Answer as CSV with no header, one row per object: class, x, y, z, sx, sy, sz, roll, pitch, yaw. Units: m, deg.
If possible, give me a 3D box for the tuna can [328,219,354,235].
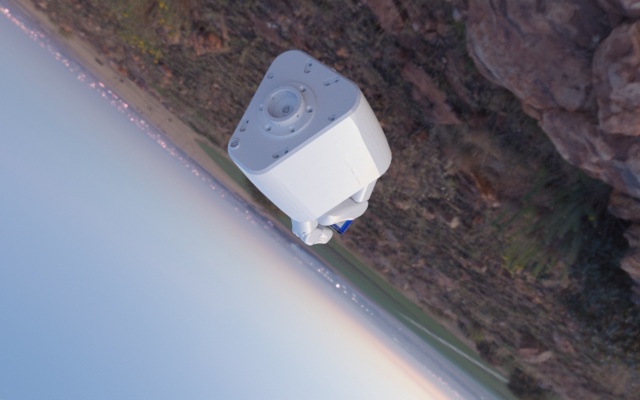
tuna can,0.000,0.002,0.541,0.086,0.034,0.086,37,-3,2
